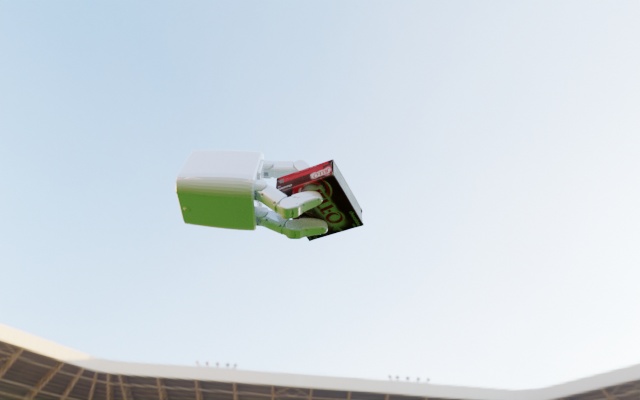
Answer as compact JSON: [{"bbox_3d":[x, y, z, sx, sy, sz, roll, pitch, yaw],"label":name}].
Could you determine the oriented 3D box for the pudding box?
[{"bbox_3d":[0.000,0.002,0.681,0.090,0.039,0.114,-17,-46,19],"label":"pudding box"}]
